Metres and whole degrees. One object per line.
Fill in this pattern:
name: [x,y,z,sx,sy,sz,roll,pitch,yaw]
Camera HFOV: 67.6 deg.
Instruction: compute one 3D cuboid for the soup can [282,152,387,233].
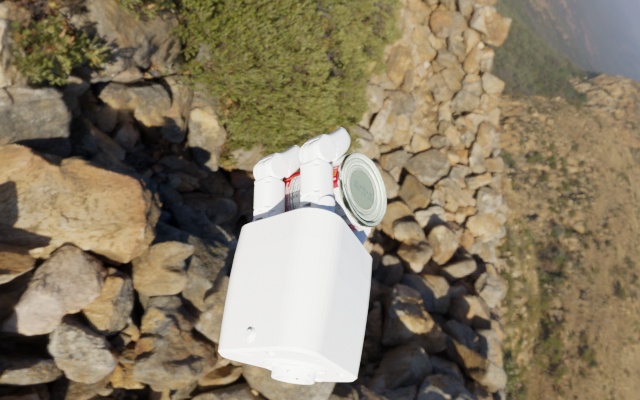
soup can: [0.000,0.001,0.437,0.102,0.068,0.068,-16,-10,38]
